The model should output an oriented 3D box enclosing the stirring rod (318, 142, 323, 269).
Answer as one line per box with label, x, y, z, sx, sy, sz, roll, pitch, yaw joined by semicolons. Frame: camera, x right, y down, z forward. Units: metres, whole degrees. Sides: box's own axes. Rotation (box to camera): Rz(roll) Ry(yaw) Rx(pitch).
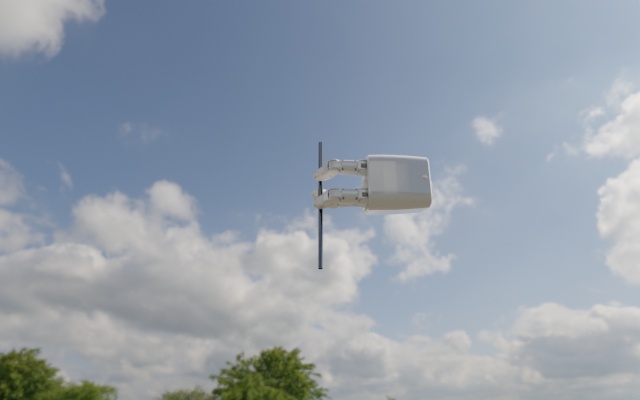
stirring rod;0.000;0.003;0.833;0.011;0.239;0.011;0;-25;0
